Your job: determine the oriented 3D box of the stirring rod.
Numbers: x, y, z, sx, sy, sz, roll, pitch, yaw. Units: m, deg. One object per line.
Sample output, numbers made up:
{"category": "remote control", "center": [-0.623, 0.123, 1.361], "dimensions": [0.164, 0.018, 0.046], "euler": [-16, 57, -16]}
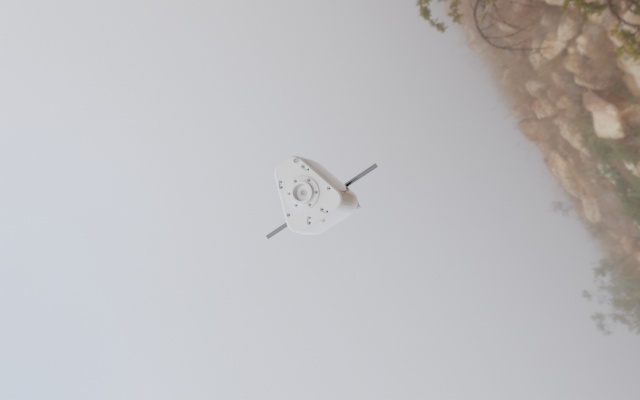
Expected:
{"category": "stirring rod", "center": [0.000, 0.003, 0.860], "dimensions": [0.239, 0.011, 0.011], "euler": [-33, -7, 11]}
